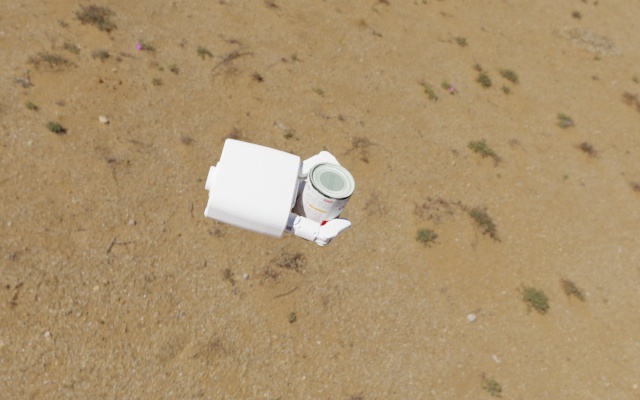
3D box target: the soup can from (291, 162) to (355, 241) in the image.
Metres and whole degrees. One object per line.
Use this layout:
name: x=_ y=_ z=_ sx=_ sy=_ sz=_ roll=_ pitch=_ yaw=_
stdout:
soup can: x=0.001 y=0.002 z=0.679 sx=0.068 sy=0.068 sz=0.102 roll=0 pitch=-38 yaw=-24
